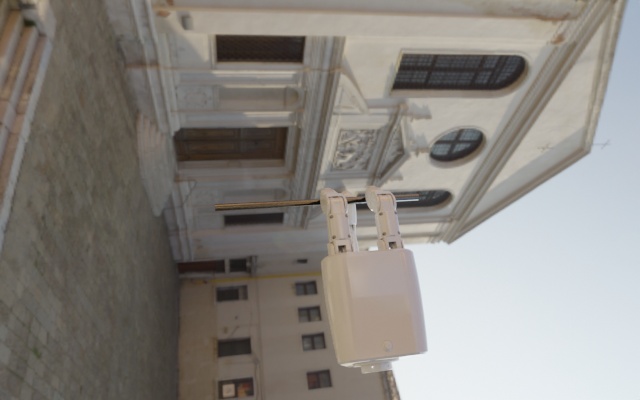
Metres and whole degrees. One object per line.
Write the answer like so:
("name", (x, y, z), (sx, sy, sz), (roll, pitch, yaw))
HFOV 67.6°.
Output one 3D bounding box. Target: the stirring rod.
("stirring rod", (0.000, 0.002, 0.556), (0.239, 0.011, 0.011), (-3, 0, -11))
